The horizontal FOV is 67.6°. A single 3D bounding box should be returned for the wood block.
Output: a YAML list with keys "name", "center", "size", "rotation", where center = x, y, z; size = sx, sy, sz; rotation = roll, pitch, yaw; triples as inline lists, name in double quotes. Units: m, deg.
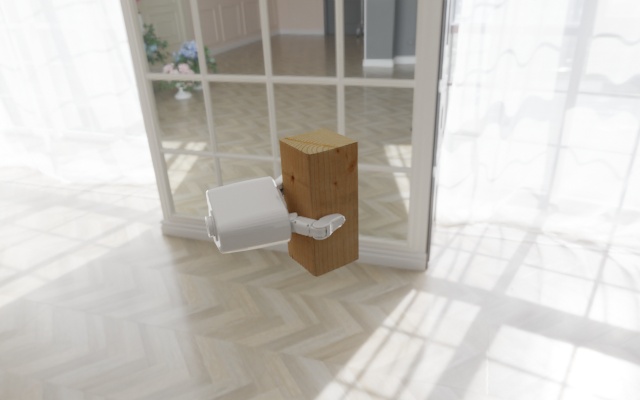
- name: "wood block"
  center: [0.000, 0.003, 0.761]
  size: [0.090, 0.206, 0.090]
  rotation: [-18, 30, -29]
